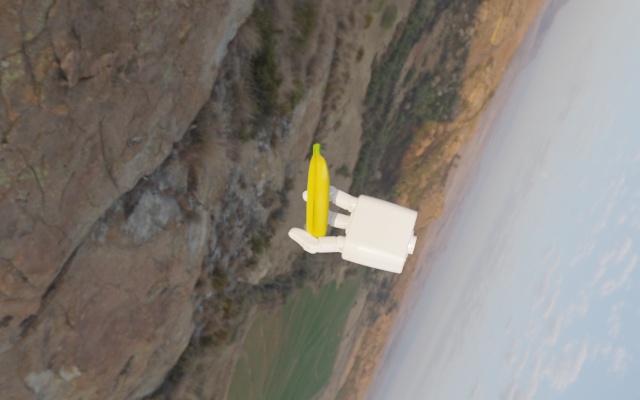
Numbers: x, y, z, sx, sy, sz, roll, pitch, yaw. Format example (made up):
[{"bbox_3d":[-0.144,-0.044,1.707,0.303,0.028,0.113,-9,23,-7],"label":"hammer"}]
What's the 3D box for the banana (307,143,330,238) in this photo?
[{"bbox_3d":[-0.003,0.007,0.817,0.037,0.198,0.069,6,26,7],"label":"banana"}]
